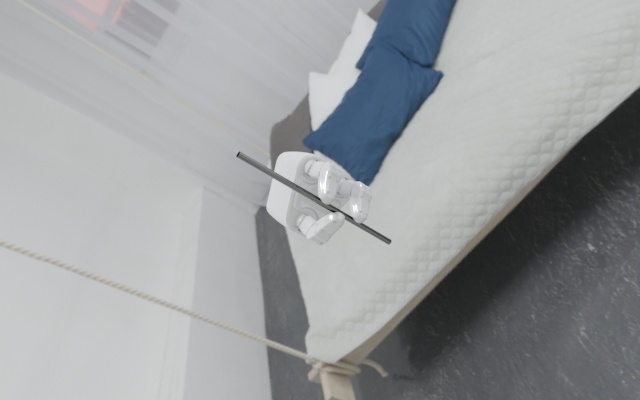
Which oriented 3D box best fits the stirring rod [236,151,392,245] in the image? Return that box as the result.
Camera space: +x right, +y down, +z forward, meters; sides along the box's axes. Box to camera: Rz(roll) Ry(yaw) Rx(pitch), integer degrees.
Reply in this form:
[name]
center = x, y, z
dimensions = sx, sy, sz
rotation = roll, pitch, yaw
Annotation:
[stirring rod]
center = 0.000, 0.002, 0.594
dimensions = 0.239, 0.011, 0.011
rotation = 30, -14, -26
